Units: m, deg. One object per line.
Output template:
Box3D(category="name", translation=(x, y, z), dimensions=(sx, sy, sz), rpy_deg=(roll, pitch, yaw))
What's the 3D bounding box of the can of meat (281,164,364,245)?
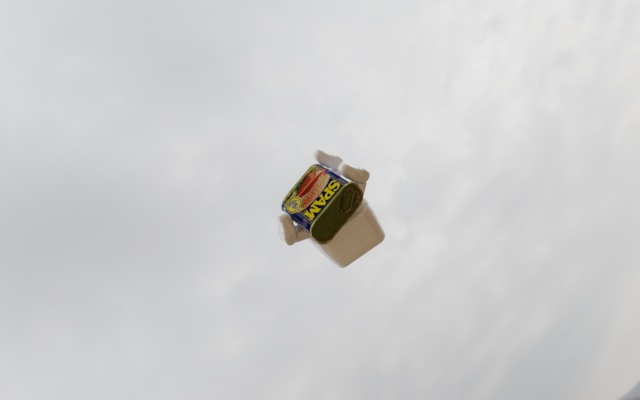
Box3D(category="can of meat", translation=(0.000, 0.002, 0.726), dimensions=(0.084, 0.102, 0.057), rpy_deg=(34, -9, 41))
